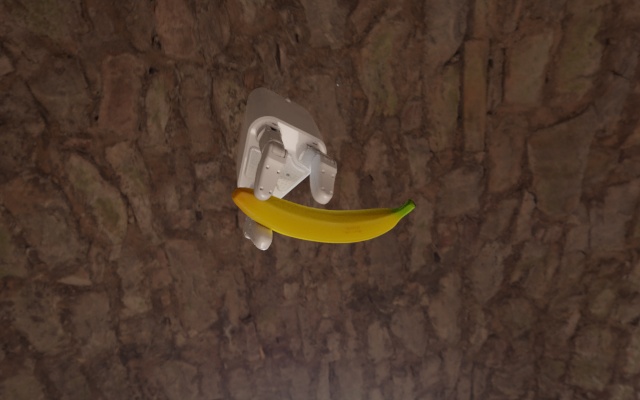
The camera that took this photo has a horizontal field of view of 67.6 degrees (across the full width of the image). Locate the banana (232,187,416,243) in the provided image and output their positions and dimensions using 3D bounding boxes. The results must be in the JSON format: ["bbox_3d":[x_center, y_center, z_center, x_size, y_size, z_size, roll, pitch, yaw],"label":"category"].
[{"bbox_3d":[0.001,0.017,0.531,0.198,0.070,0.037,2,35,-10],"label":"banana"}]
